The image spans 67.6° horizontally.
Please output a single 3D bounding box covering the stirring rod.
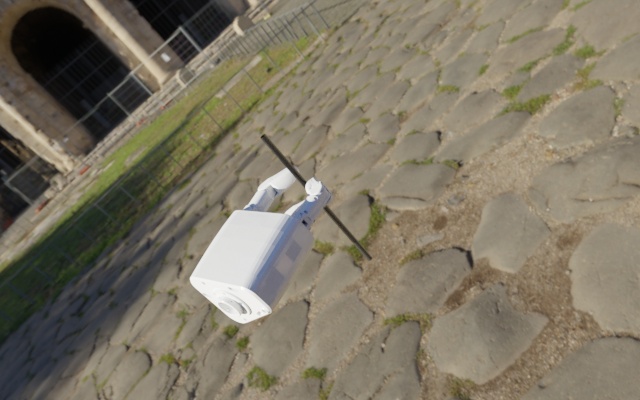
[{"bbox_3d":[0.000,0.002,0.644,0.240,0.011,0.011,49,-26,-25],"label":"stirring rod"}]
